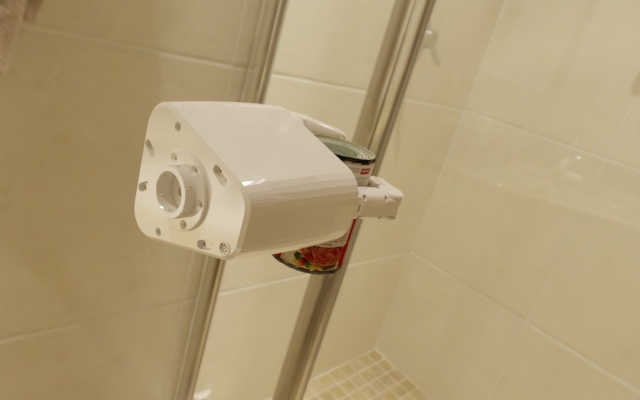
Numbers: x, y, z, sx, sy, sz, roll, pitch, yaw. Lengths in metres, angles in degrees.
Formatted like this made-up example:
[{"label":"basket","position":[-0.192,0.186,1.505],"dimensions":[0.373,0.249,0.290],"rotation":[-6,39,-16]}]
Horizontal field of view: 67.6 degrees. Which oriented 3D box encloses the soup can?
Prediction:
[{"label":"soup can","position":[0.001,0.001,0.402],"dimensions":[0.068,0.102,0.068],"rotation":[15,18,-5]}]
